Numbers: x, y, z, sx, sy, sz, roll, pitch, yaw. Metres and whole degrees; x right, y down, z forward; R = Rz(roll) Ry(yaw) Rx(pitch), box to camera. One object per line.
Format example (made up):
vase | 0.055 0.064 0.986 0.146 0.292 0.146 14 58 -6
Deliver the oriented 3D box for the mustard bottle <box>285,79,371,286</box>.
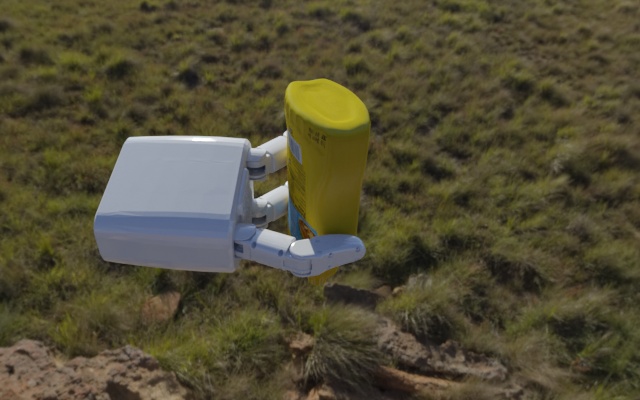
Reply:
mustard bottle | 0.000 0.001 0.414 0.058 0.192 0.096 -12 39 -19
